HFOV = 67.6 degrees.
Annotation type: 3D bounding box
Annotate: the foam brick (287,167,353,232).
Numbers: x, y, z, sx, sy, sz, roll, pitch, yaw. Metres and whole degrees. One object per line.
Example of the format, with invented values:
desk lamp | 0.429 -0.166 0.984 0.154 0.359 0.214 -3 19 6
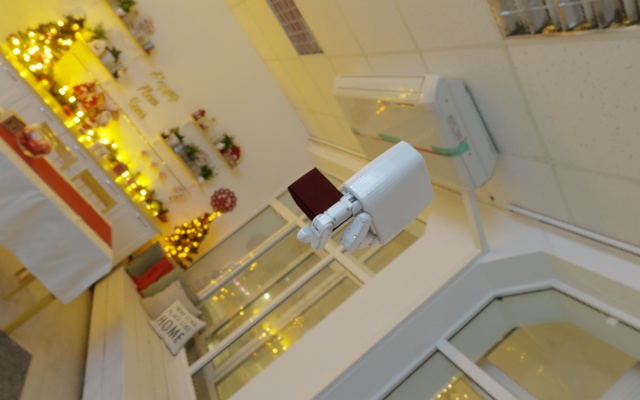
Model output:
foam brick | 0.000 0.002 0.681 0.051 0.078 0.053 -39 -27 -9
